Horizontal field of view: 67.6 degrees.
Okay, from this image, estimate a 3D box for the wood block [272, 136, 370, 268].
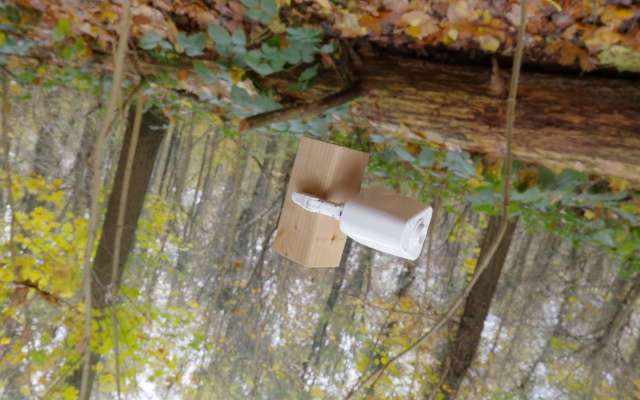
[{"bbox_3d":[0.000,0.003,0.825,0.090,0.206,0.091,21,9,41],"label":"wood block"}]
